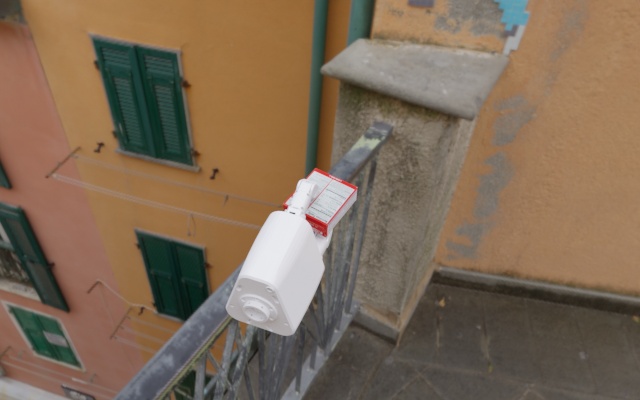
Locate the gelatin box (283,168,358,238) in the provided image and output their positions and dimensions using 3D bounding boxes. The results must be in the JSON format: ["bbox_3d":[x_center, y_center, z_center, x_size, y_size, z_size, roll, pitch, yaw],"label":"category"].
[{"bbox_3d":[0.000,0.002,0.681,0.073,0.030,0.089,25,53,20],"label":"gelatin box"}]
